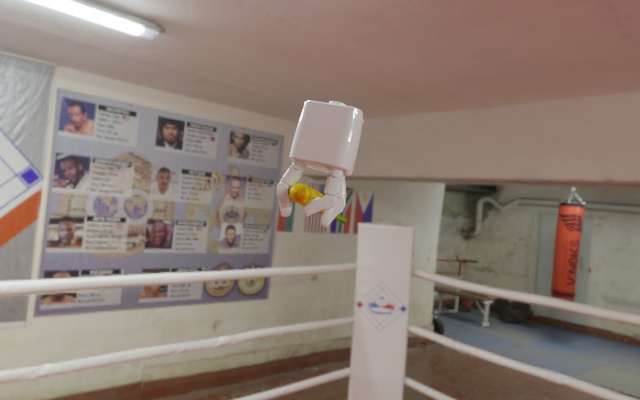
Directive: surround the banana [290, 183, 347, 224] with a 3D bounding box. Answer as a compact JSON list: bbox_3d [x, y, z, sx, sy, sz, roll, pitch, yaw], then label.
[{"bbox_3d":[-0.013,-0.002,0.875,0.069,0.037,0.198,21,-4,30],"label":"banana"}]
